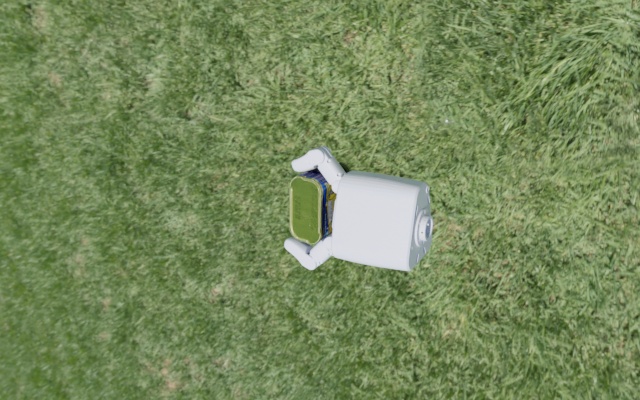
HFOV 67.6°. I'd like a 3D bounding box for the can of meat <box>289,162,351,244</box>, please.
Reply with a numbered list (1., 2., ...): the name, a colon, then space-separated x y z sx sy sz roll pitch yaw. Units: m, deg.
1. can of meat: 0.000 0.002 0.678 0.057 0.102 0.084 13 24 29
